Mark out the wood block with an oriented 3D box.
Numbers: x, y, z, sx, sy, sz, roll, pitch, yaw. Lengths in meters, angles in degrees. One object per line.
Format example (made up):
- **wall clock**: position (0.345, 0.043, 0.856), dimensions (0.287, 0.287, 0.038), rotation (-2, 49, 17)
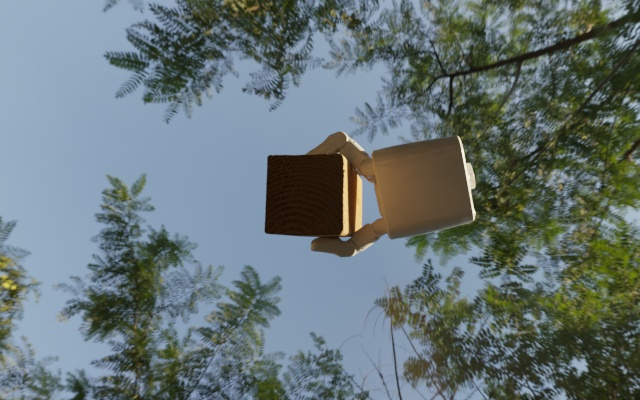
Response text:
- **wood block**: position (0.001, 0.002, 0.621), dimensions (0.090, 0.091, 0.206), rotation (0, -5, 11)
